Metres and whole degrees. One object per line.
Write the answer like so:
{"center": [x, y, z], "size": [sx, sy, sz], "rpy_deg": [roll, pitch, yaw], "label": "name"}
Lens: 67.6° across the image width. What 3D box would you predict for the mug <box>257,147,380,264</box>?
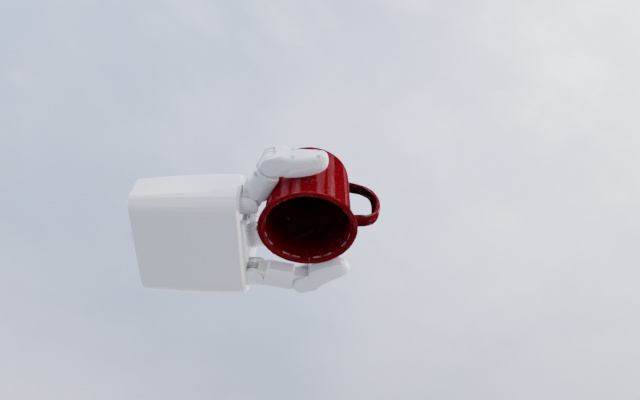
{"center": [0.002, 0.001, 0.470], "size": [0.117, 0.093, 0.081], "rpy_deg": [0, 41, 0], "label": "mug"}
